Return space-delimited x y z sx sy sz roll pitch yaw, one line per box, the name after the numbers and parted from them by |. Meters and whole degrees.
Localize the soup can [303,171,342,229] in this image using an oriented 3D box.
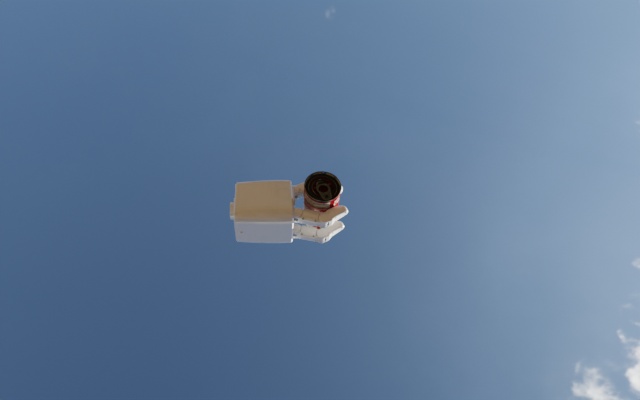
0.001 0.003 0.898 0.068 0.068 0.102 0 -35 -6 | soup can
